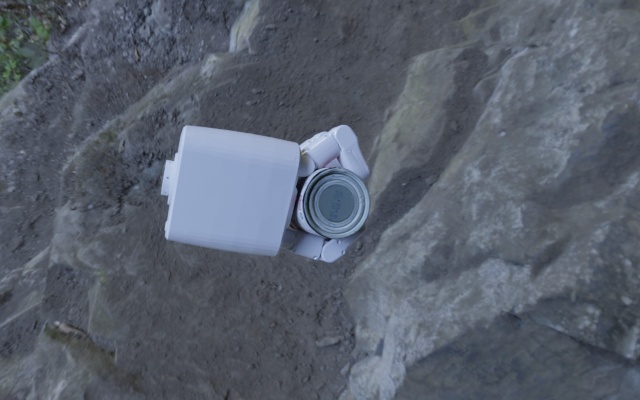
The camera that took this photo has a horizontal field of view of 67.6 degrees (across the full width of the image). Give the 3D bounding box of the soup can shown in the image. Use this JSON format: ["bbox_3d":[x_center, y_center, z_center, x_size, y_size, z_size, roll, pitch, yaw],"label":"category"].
[{"bbox_3d":[0.001,0.002,0.481,0.068,0.068,0.102,0,1,-18],"label":"soup can"}]
